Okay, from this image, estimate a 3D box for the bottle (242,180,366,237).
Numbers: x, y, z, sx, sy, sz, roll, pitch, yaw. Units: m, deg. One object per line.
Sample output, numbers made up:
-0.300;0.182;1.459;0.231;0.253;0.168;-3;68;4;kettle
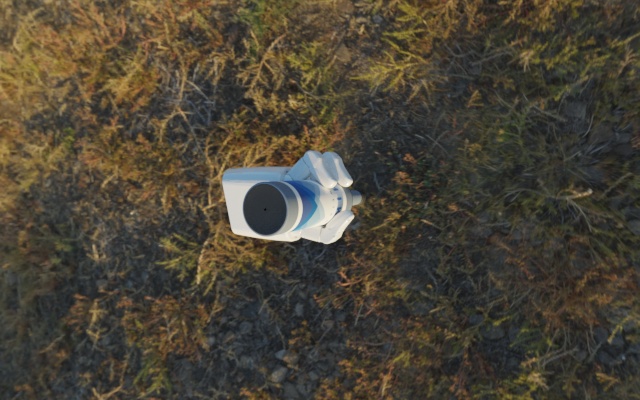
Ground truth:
0.000;0.002;0.701;0.069;0.069;0.295;0;3;27;bottle
